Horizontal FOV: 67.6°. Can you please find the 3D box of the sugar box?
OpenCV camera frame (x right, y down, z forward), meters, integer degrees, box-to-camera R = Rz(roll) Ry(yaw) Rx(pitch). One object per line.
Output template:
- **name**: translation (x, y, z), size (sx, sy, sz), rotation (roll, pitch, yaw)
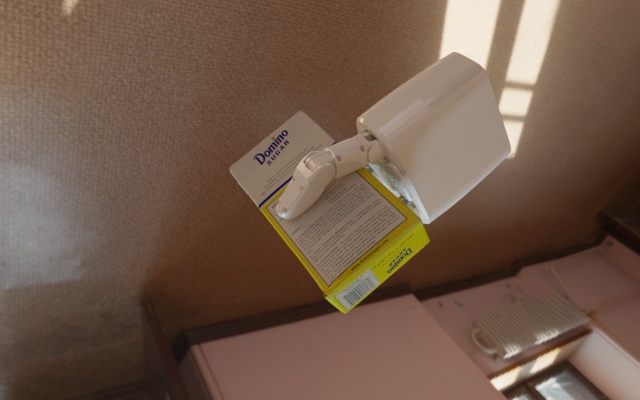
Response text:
- **sugar box**: translation (0.000, 0.002, 0.418), size (0.176, 0.093, 0.048), rotation (48, -4, 40)
